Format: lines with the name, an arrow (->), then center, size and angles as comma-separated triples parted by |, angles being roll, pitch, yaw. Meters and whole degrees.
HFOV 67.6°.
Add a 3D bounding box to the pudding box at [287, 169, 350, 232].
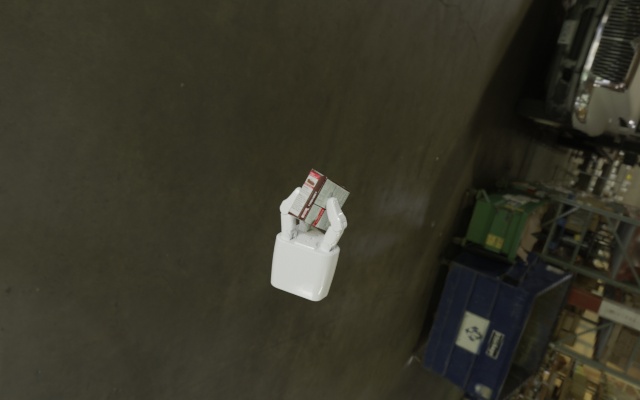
pudding box -> 0.000, 0.003, 0.857 | 0.039, 0.090, 0.113 | 28, 0, 27
